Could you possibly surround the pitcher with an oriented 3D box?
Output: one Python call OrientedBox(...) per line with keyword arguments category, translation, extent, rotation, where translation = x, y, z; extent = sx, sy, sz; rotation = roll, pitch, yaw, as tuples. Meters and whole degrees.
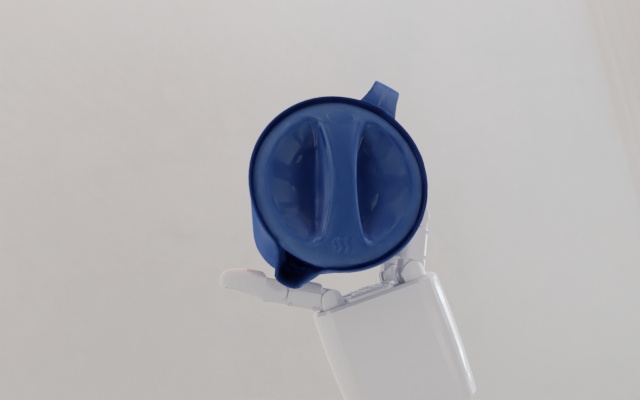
OrientedBox(category="pitcher", translation=(0.000, 0.002, 0.457), extent=(0.149, 0.145, 0.243), rotation=(-17, -9, -14))
